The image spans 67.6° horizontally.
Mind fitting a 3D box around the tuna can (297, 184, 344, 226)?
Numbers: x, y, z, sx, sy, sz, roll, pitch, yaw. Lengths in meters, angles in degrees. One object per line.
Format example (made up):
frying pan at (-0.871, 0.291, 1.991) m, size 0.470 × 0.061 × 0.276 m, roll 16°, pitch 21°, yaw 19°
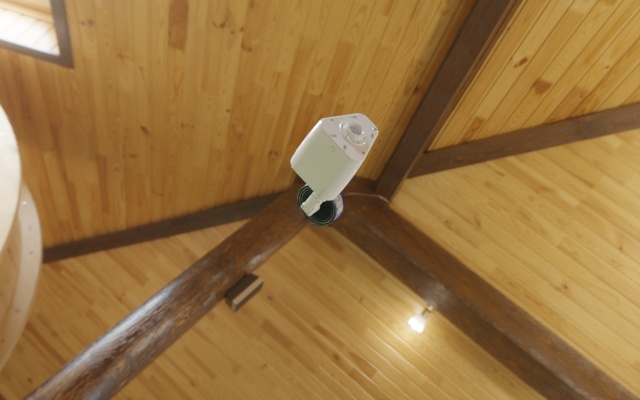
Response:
tuna can at (0.000, 0.003, 0.890) m, size 0.086 × 0.086 × 0.033 m, roll 0°, pitch 27°, yaw 37°
